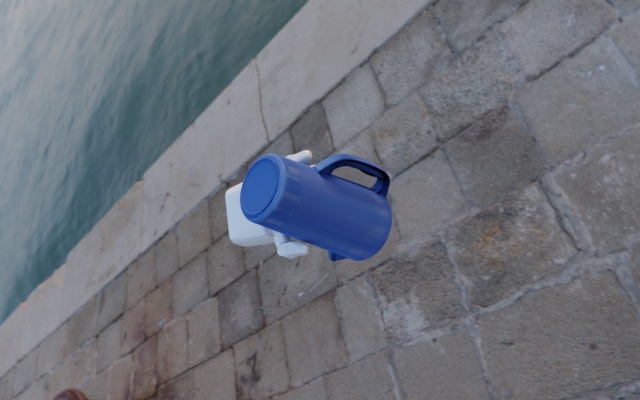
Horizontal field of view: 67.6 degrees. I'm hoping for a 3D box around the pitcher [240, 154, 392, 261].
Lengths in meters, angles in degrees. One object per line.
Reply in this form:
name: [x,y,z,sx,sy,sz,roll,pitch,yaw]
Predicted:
pitcher: [0.000,0.003,0.777,0.145,0.149,0.243,-15,-26,43]
